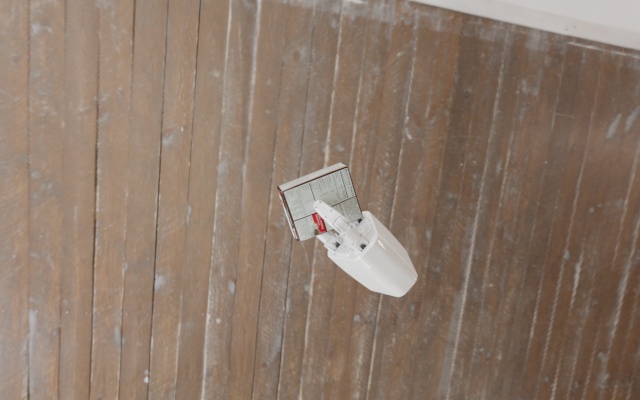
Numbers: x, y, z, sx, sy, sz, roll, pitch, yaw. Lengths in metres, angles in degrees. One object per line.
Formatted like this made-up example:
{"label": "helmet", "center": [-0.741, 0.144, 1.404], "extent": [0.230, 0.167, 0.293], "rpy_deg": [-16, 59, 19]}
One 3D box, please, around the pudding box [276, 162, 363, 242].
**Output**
{"label": "pudding box", "center": [0.000, 0.002, 0.735], "extent": [0.113, 0.090, 0.039], "rpy_deg": [-22, 17, -12]}
